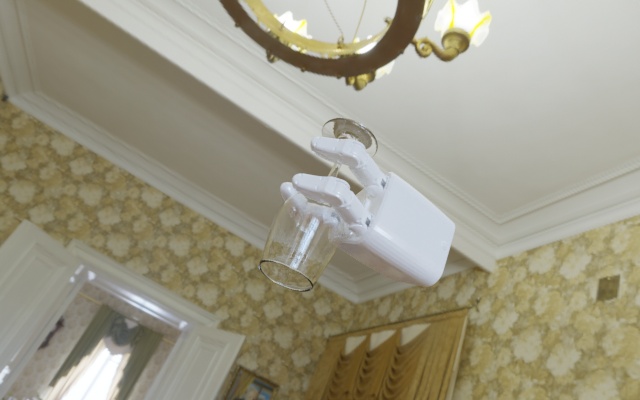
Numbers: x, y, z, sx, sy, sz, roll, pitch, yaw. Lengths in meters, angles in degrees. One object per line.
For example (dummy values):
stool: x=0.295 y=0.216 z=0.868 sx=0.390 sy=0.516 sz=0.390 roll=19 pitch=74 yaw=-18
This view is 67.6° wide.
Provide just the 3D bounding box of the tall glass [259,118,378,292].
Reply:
tall glass: x=0.000 y=0.001 z=0.546 sx=0.079 sy=0.201 sz=0.079 roll=19 pitch=-31 yaw=12
